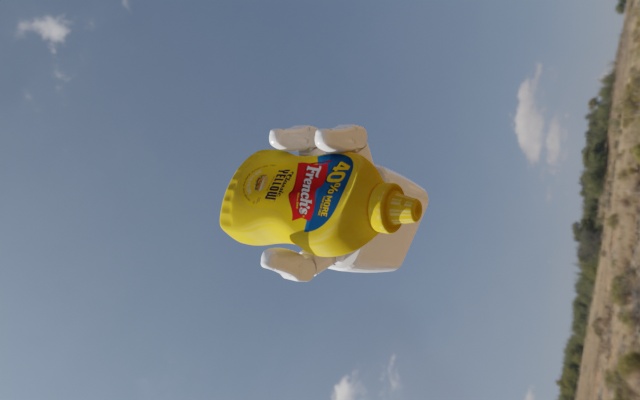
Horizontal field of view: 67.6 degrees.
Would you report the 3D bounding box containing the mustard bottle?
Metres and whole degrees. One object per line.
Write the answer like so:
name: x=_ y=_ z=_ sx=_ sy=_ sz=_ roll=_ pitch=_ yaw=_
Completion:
mustard bottle: x=0.000 y=0.001 z=0.427 sx=0.191 sy=0.096 sz=0.058 roll=6 pitch=-30 yaw=37
